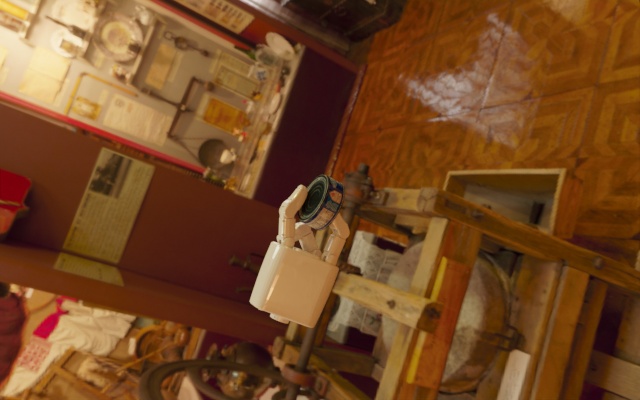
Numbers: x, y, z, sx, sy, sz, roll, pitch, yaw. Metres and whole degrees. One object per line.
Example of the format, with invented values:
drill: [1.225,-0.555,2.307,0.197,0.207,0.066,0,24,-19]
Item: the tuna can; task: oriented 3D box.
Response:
tuna can: [0.000,0.002,0.762,0.034,0.086,0.086,28,-13,-25]
